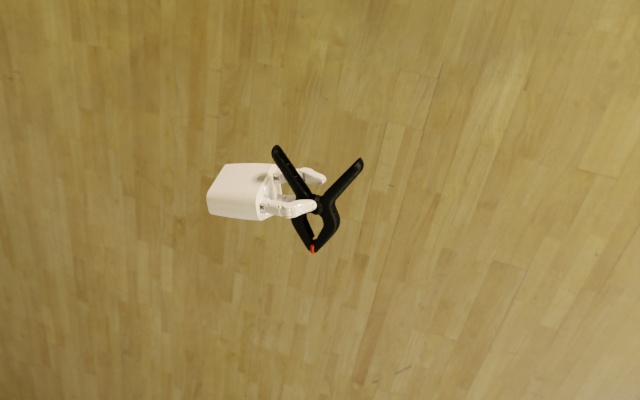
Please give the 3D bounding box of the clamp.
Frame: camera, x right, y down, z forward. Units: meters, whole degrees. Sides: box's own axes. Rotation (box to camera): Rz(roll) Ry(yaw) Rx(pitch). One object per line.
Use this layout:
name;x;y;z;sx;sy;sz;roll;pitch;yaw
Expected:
clamp;0.000;0.004;0.854;0.164;0.210;0.036;4;28;19
